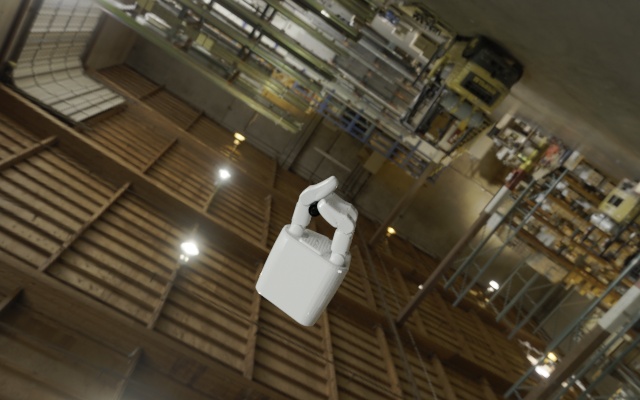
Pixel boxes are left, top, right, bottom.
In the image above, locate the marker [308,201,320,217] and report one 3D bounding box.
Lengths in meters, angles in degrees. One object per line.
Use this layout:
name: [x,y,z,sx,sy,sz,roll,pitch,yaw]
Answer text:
marker: [0.000,0.002,0.715,0.020,0.020,0.121,0,13,9]
